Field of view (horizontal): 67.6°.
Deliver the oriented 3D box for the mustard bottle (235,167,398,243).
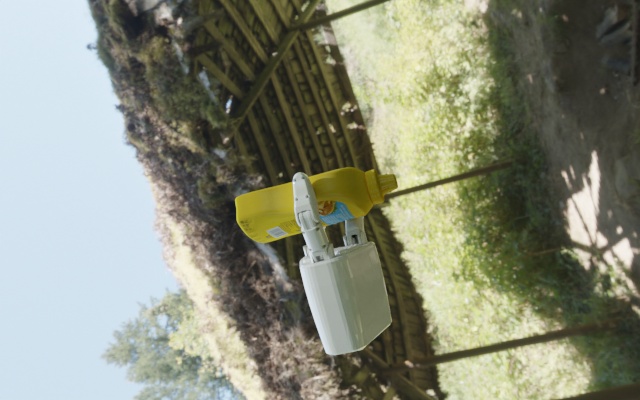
[{"bbox_3d":[0.000,0.002,0.586,0.191,0.058,0.096,-15,-25,14],"label":"mustard bottle"}]
